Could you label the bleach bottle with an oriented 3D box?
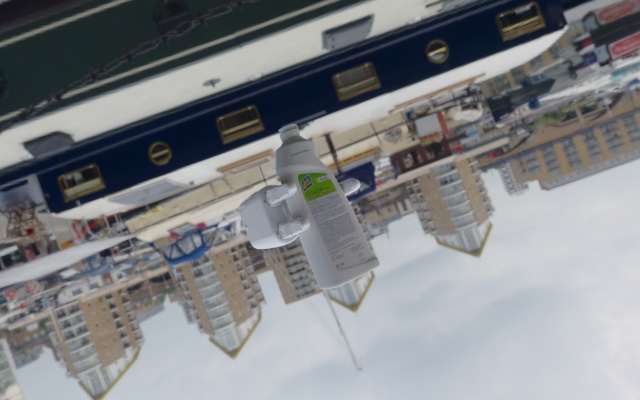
[{"bbox_3d":[0.000,0.002,0.735,0.102,0.251,0.068,-20,-1,-33],"label":"bleach bottle"}]
